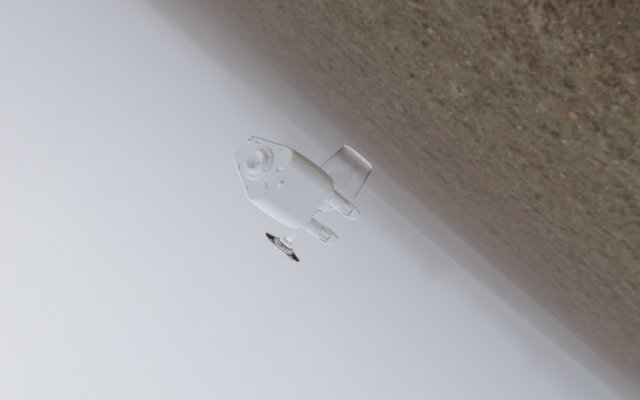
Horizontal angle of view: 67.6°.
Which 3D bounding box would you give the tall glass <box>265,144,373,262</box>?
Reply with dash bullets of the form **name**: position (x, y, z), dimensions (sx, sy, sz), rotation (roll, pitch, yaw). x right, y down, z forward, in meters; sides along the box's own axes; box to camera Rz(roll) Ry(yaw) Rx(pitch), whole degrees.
- **tall glass**: position (0.000, 0.003, 0.792), dimensions (0.079, 0.201, 0.079), rotation (40, 3, -3)
